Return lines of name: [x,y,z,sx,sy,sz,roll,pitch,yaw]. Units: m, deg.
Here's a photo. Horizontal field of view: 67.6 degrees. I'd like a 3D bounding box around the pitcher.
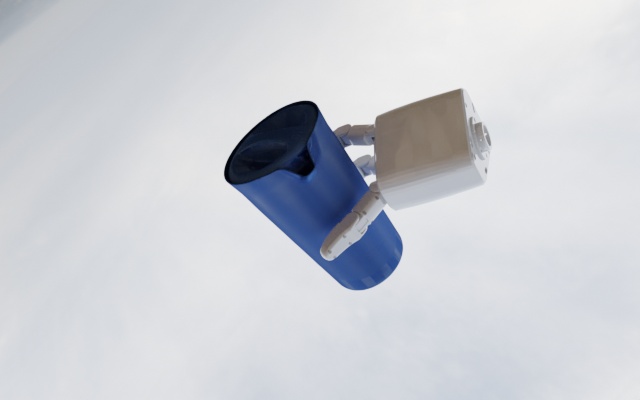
pitcher: [0.000,0.002,0.607,0.145,0.149,0.243,-18,-51,29]
